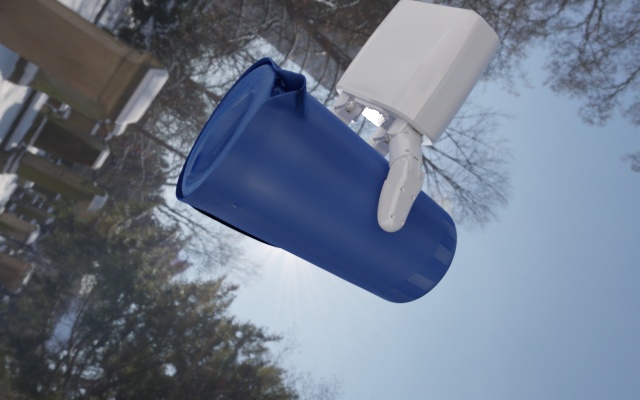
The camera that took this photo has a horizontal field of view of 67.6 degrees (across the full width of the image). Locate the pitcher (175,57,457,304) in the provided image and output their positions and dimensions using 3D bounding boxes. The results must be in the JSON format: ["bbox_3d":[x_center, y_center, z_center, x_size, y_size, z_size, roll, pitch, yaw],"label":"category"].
[{"bbox_3d":[0.000,0.001,0.435,0.243,0.145,0.149,33,0,-26],"label":"pitcher"}]
